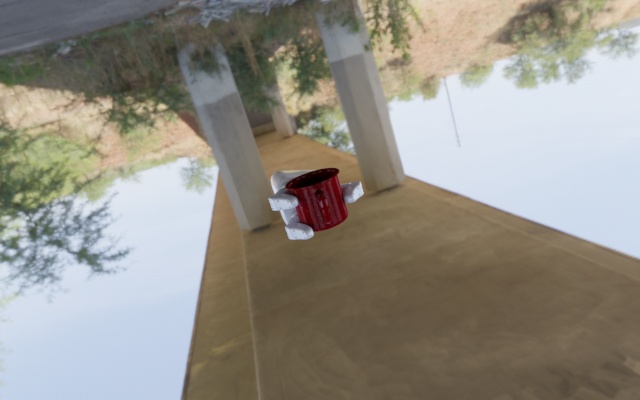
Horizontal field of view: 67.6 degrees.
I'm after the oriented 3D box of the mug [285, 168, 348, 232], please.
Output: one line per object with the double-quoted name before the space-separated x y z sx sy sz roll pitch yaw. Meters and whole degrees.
"mug" 0.001 0.003 0.781 0.093 0.081 0.117 -20 17 -7
